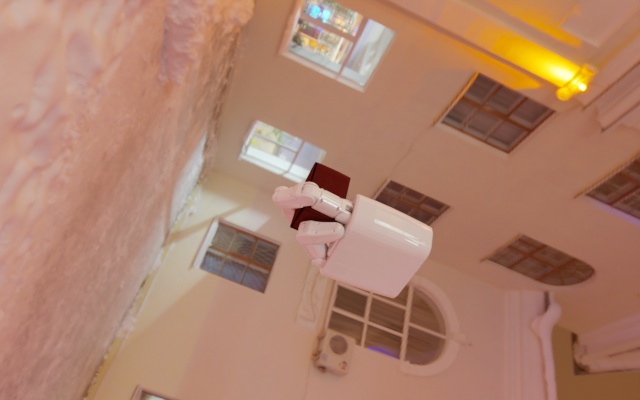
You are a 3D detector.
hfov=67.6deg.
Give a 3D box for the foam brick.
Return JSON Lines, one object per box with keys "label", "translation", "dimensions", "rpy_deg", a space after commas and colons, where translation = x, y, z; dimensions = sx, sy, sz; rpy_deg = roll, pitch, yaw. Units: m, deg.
{"label": "foam brick", "translation": [0.000, 0.002, 0.613], "dimensions": [0.051, 0.078, 0.053], "rpy_deg": [22, -37, -8]}
